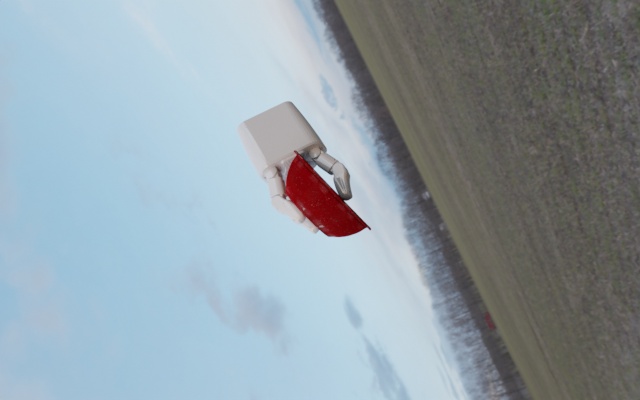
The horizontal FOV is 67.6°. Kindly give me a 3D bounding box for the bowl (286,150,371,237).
[{"bbox_3d":[0.000,0.003,0.699,0.055,0.162,0.162,-44,-2,2],"label":"bowl"}]
